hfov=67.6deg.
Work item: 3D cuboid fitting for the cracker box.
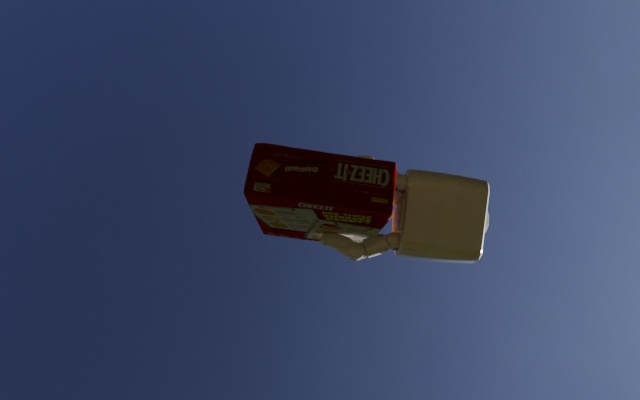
[{"bbox_3d":[0.000,0.002,0.620,0.164,0.072,0.214,8,-16,1],"label":"cracker box"}]
